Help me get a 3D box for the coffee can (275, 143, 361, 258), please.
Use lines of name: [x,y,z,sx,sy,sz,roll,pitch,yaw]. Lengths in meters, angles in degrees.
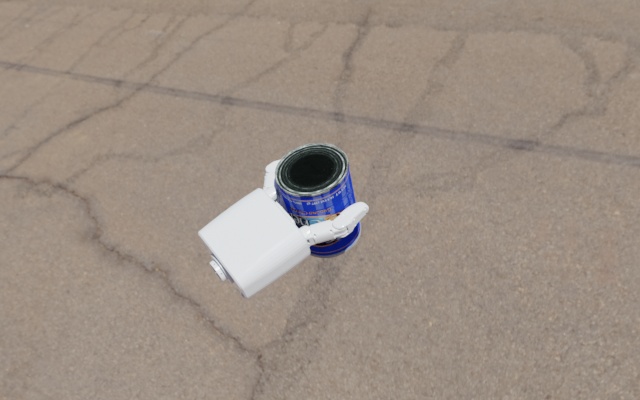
coffee can: [0.000,0.002,0.695,0.103,0.102,0.140,0,-42,14]
